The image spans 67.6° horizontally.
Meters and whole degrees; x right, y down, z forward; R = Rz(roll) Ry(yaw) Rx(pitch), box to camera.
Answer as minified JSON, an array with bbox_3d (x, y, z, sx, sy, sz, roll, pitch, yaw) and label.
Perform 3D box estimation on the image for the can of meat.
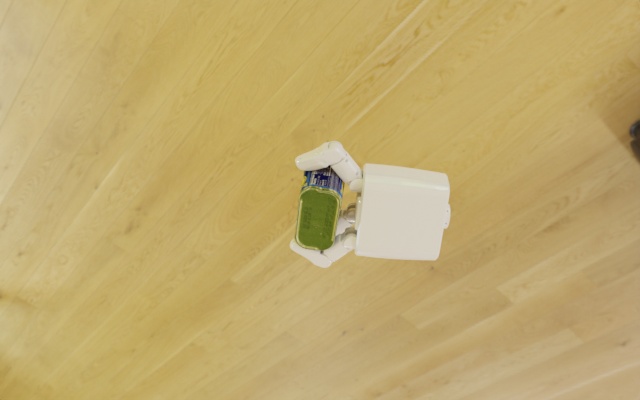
[{"bbox_3d":[0.000,0.002,0.616,0.057,0.102,0.084,8,36,1],"label":"can of meat"}]
